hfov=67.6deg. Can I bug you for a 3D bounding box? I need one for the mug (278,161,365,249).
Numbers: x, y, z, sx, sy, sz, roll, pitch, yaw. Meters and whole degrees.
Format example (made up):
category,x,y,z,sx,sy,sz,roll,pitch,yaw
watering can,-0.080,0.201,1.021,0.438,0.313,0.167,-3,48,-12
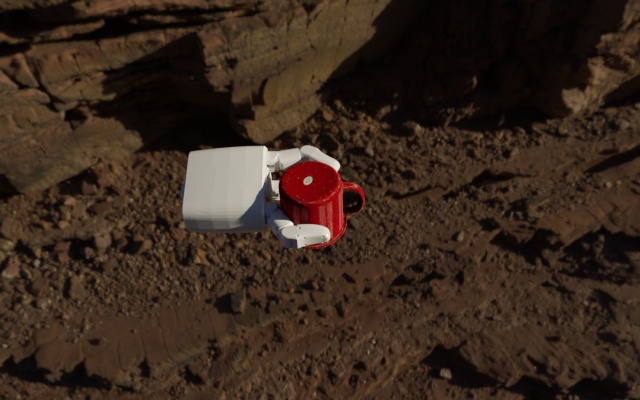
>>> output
category,x,y,z,sx,sy,sz,roll,pitch,yaw
mug,0.002,0.002,0.628,0.117,0.093,0.082,-4,-43,-1
